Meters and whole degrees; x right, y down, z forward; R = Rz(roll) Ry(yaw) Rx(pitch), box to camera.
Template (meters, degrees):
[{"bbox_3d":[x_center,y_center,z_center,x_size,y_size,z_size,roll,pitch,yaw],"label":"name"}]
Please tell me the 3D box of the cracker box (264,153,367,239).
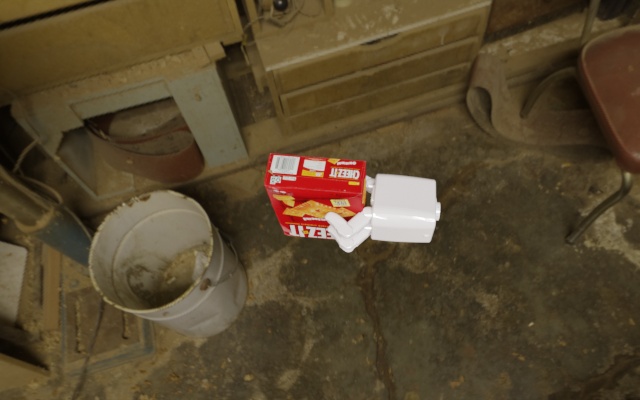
[{"bbox_3d":[0.000,0.003,0.863,0.164,0.072,0.214,5,-26,8],"label":"cracker box"}]
